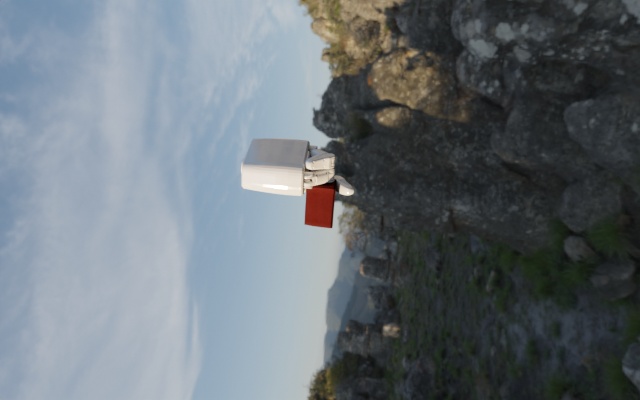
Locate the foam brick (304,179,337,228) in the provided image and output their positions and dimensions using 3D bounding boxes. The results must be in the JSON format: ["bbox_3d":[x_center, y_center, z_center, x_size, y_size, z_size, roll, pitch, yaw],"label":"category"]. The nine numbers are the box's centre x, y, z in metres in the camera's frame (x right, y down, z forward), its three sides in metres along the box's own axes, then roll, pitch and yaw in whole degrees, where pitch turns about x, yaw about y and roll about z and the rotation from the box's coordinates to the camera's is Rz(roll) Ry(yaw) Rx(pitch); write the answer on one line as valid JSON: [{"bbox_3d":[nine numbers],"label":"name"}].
[{"bbox_3d":[0.000,0.003,0.862,0.051,0.078,0.053,5,22,2],"label":"foam brick"}]
